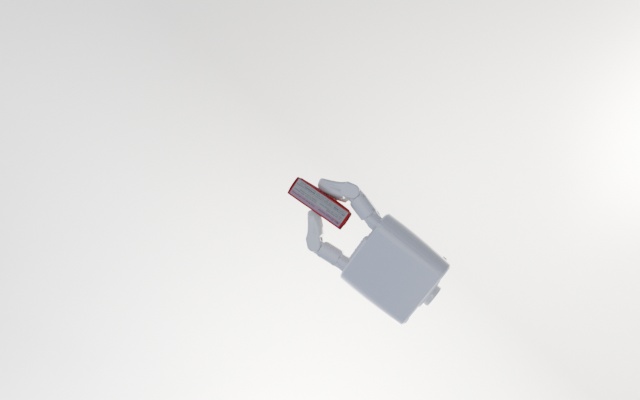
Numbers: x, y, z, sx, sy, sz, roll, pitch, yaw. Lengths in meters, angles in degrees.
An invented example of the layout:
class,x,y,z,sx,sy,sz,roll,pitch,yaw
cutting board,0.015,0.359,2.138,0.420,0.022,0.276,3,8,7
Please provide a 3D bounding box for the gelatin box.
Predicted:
class,x,y,z,sx,sy,sz,roll,pitch,yaw
gelatin box,0.000,0.002,0.665,0.089,0.030,0.073,34,2,1
